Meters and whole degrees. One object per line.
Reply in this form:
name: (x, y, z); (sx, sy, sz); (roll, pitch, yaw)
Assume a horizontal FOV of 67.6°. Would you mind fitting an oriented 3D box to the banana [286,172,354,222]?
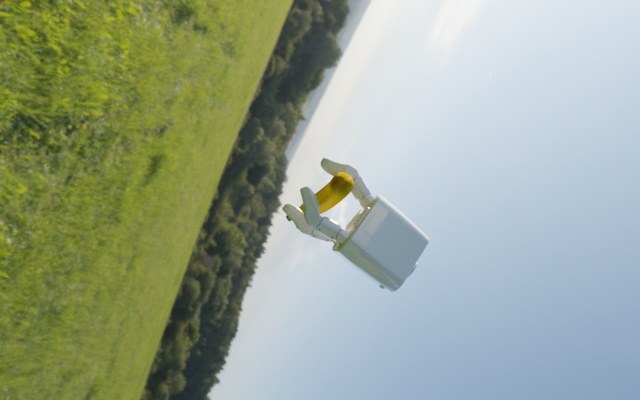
banana: (0.012, -0.006, 0.746); (0.069, 0.037, 0.198); (-36, -1, -31)
